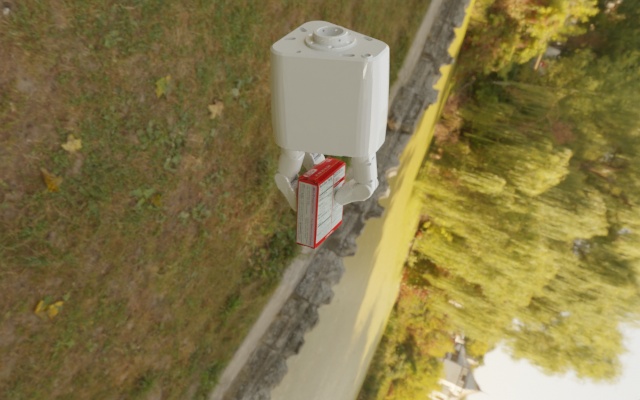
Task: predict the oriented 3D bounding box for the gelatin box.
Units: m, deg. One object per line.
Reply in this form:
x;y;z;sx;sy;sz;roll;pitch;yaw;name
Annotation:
0.000;0.002;0.571;0.030;0.089;0.073;15;30;23;gelatin box
